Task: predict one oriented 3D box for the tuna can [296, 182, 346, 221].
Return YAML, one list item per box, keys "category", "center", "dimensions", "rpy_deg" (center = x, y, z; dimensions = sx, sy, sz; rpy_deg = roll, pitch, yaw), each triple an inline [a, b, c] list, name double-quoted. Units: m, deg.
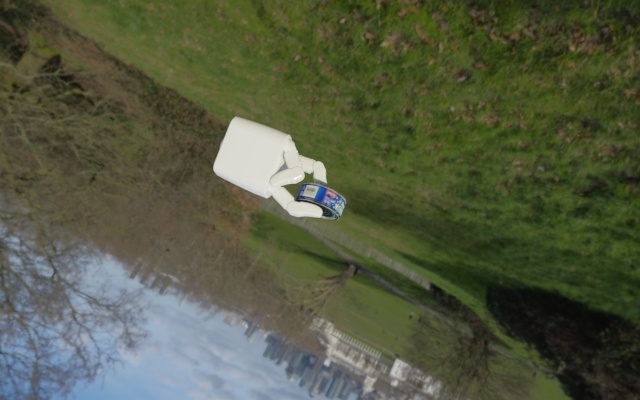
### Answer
- category: "tuna can"
  center: [0.000, 0.003, 0.845]
  dimensions: [0.086, 0.033, 0.086]
  rpy_deg: [21, -18, 7]
